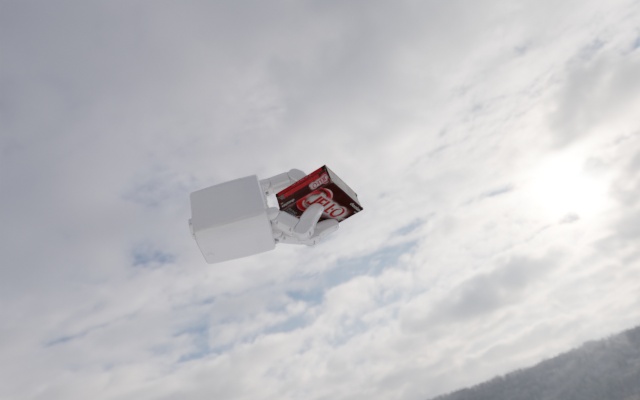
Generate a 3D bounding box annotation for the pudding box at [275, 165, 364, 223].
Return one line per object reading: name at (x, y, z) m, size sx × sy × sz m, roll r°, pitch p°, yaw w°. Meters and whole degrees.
pudding box at (0.000, 0.002, 0.718) m, size 0.090 × 0.039 × 0.113 m, roll -29°, pitch -31°, yaw 17°
